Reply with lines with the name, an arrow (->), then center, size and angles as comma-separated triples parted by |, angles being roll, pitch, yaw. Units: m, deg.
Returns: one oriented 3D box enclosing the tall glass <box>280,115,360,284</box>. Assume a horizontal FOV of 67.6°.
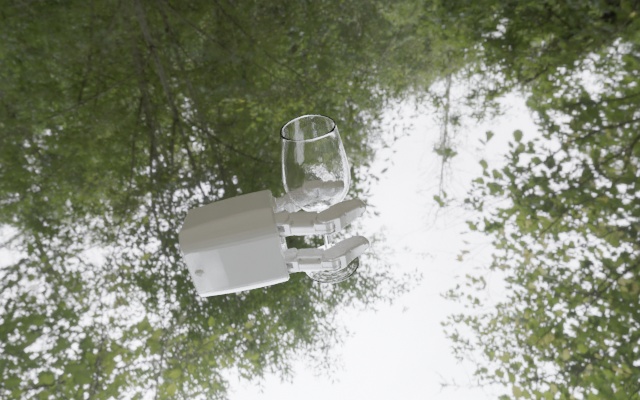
tall glass -> 0.000, 0.002, 0.571 | 0.079, 0.201, 0.079 | -6, 35, 4
